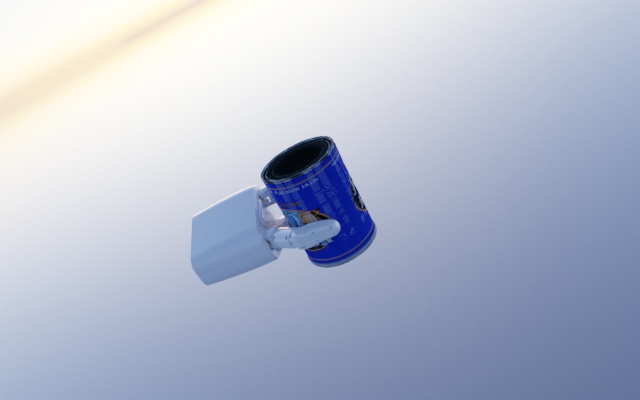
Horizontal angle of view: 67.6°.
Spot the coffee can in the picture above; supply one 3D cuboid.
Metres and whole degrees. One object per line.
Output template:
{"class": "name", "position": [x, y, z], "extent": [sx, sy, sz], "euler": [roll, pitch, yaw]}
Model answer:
{"class": "coffee can", "position": [0.000, 0.002, 0.624], "extent": [0.103, 0.140, 0.102], "euler": [-23, 27, 12]}
